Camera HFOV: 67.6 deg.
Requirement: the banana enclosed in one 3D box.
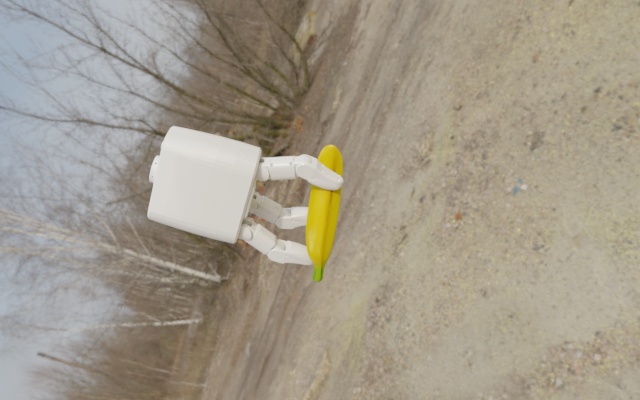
[{"bbox_3d":[0.004,-0.004,0.598,0.037,0.197,0.070,13,-29,-8],"label":"banana"}]
